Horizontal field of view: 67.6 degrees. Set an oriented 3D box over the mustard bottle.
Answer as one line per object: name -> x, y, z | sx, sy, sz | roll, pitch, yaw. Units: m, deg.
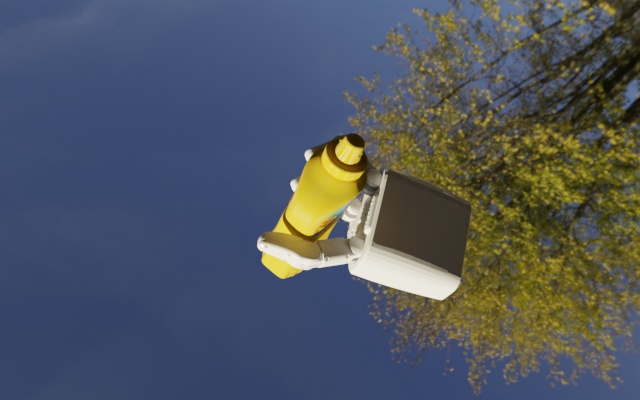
mustard bottle -> 0.000, 0.002, 0.484 | 0.096, 0.058, 0.192 | -45, -9, -39
